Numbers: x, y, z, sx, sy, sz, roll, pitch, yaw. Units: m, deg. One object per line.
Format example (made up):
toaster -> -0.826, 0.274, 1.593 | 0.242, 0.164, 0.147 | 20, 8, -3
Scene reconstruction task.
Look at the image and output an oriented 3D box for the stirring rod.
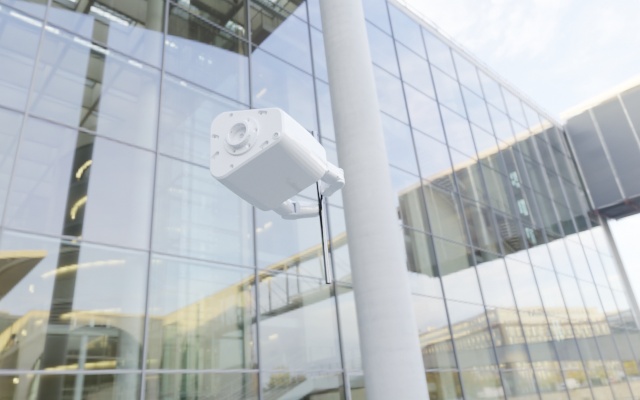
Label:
stirring rod -> 0.000, 0.002, 0.689 | 0.011, 0.239, 0.011 | -5, -25, -2
